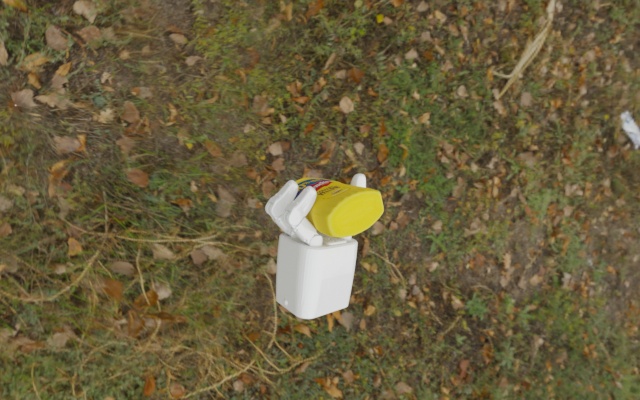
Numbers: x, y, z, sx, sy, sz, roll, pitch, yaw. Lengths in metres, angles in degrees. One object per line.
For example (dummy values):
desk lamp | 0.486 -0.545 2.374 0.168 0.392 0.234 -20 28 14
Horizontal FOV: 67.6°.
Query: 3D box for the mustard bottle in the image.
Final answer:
mustard bottle | 0.000 0.002 0.716 0.096 0.058 0.191 -26 23 -26
